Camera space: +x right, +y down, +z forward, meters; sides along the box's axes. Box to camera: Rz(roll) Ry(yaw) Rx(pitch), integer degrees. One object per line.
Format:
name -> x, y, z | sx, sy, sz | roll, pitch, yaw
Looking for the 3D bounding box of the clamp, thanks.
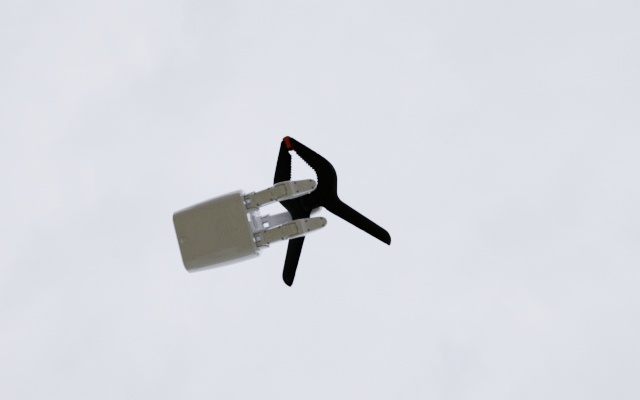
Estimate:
clamp -> 0.000, 0.002, 0.688 | 0.164, 0.210, 0.036 | -16, -7, 2
